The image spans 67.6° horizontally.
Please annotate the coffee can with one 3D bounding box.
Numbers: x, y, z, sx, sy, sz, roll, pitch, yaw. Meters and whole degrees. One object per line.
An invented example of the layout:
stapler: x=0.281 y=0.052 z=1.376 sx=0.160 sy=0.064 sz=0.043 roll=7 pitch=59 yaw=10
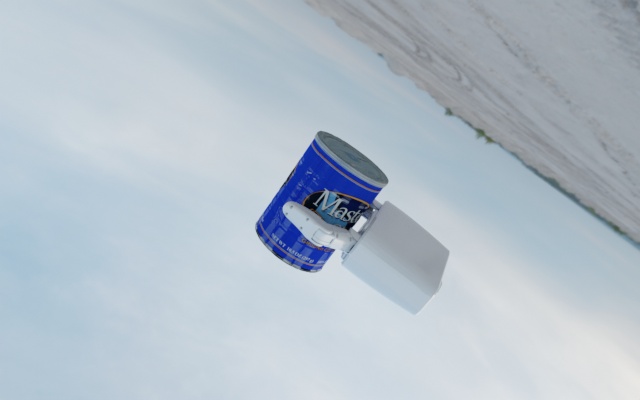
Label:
coffee can: x=0.000 y=0.002 z=0.581 sx=0.103 sy=0.140 sz=0.102 roll=32 pitch=18 yaw=-12
